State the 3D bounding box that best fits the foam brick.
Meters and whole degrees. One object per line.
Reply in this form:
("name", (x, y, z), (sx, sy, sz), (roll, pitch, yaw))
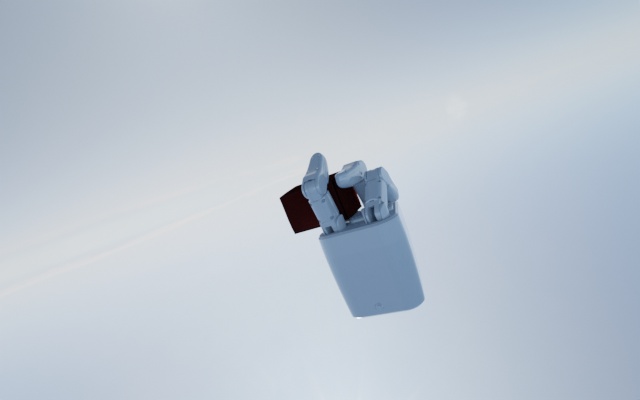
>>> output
("foam brick", (0.000, 0.002, 0.584), (0.078, 0.051, 0.053), (-17, 11, 29))
